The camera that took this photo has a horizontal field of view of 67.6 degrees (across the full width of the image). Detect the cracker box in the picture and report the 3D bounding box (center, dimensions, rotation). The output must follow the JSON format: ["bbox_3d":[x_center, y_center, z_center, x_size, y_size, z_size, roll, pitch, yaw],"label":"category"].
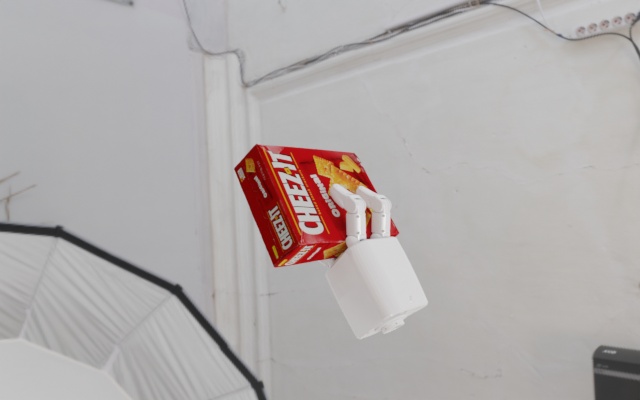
[{"bbox_3d":[0.000,0.002,0.712,0.214,0.164,0.072,-1,-33,-46],"label":"cracker box"}]
